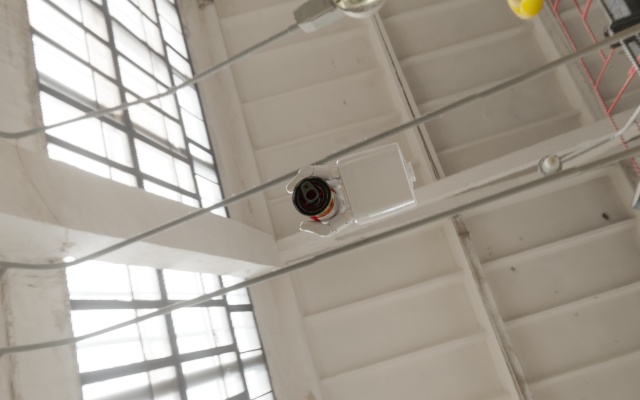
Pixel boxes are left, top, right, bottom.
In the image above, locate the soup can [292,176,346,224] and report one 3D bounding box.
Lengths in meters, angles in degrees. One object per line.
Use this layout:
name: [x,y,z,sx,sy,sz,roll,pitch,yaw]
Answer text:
soup can: [0.000,0.003,0.826,0.068,0.068,0.102,0,-12,17]
